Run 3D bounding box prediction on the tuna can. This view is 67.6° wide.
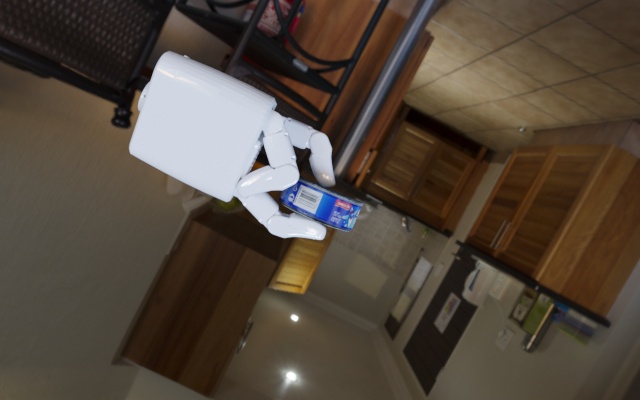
[{"bbox_3d":[0.000,0.002,0.510,0.086,0.034,0.086,23,4,-2],"label":"tuna can"}]
